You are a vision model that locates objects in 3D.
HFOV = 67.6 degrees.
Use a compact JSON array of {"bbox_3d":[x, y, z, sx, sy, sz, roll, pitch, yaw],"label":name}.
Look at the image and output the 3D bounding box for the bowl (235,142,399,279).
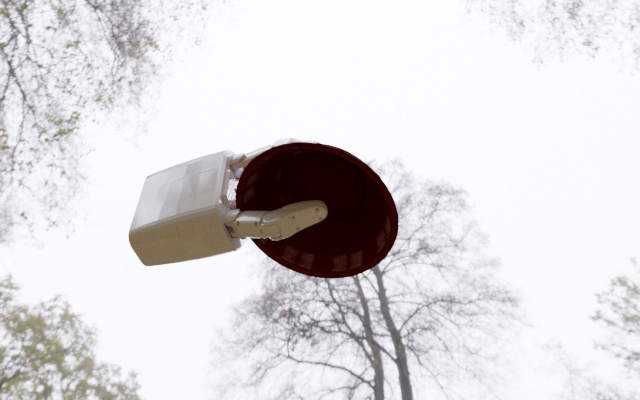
[{"bbox_3d":[0.001,0.001,0.479,0.162,0.162,0.055,0,35,17],"label":"bowl"}]
